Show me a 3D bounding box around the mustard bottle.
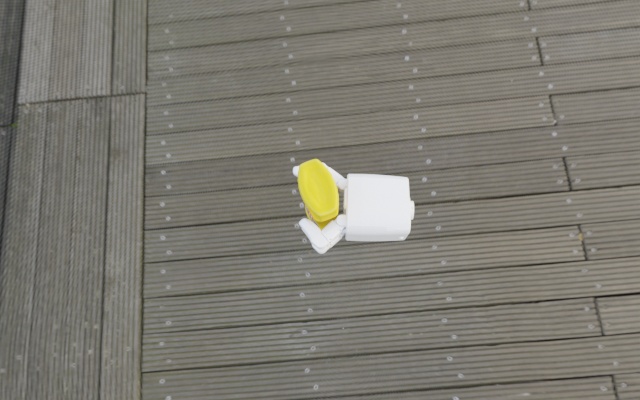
[{"bbox_3d":[0.000,0.003,0.833,0.058,0.096,0.192,-22,-15,-3],"label":"mustard bottle"}]
